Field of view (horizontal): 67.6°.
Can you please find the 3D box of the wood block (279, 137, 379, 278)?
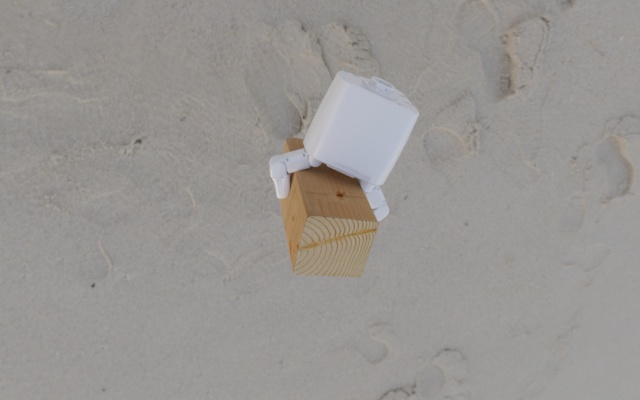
[{"bbox_3d":[0.000,0.002,0.653,0.091,0.090,0.206,6,31,-15],"label":"wood block"}]
